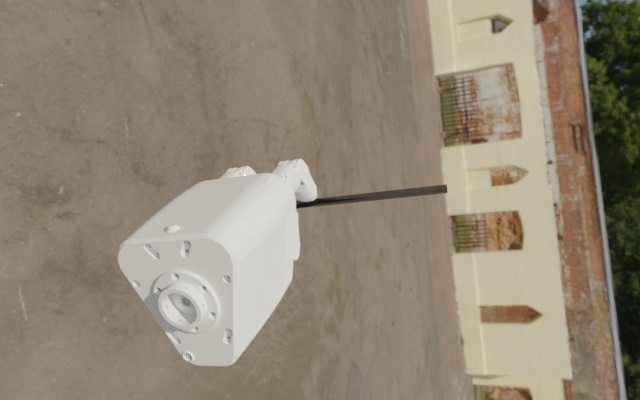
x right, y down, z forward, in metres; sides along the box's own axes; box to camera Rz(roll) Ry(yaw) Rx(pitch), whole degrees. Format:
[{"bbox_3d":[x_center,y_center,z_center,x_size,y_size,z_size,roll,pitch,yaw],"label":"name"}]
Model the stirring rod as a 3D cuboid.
[{"bbox_3d":[0.000,0.002,0.466,0.239,0.011,0.011,-6,-2,20],"label":"stirring rod"}]
